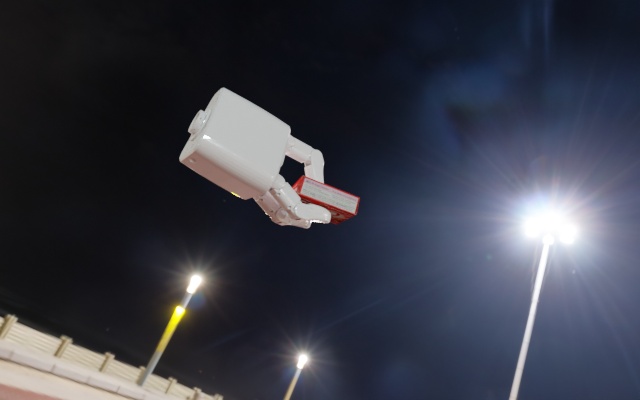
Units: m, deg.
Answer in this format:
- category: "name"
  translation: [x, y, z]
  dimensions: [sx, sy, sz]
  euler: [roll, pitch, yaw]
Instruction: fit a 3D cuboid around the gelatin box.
- category: "gelatin box"
  translation: [0.001, 0.002, 0.673]
  dimensions: [0.089, 0.030, 0.073]
  euler: [20, -19, -14]
